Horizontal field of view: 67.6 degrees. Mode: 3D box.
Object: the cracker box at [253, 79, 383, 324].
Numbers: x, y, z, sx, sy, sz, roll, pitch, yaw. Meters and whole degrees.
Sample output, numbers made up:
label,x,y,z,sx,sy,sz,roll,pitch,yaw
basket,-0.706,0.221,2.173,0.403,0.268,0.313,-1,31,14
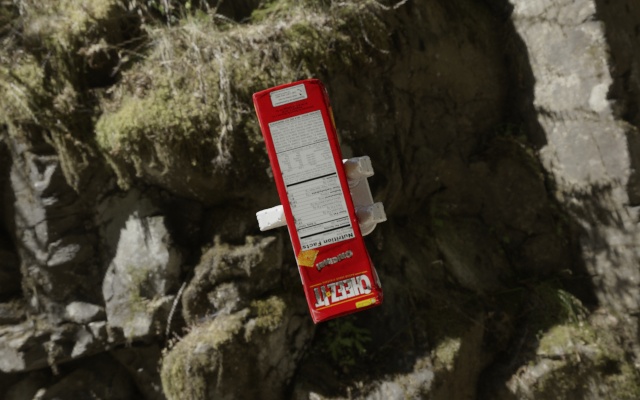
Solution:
label,x,y,z,sx,sy,sz,roll,pitch,yaw
cracker box,0.000,0.002,0.499,0.072,0.213,0.164,-16,-4,0
